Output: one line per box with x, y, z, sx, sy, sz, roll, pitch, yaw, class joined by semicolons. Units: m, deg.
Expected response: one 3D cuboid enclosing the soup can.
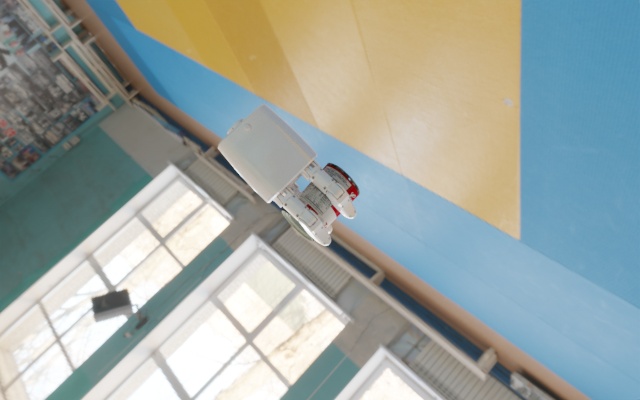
0.000;0.003;0.712;0.102;0.068;0.068;-45;13;-13;soup can
